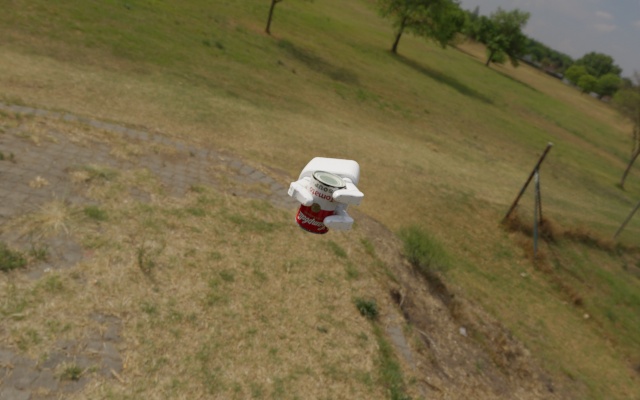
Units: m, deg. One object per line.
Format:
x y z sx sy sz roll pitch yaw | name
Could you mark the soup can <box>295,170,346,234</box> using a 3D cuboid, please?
0.000 0.003 0.893 0.068 0.102 0.068 18 23 -8 | soup can
